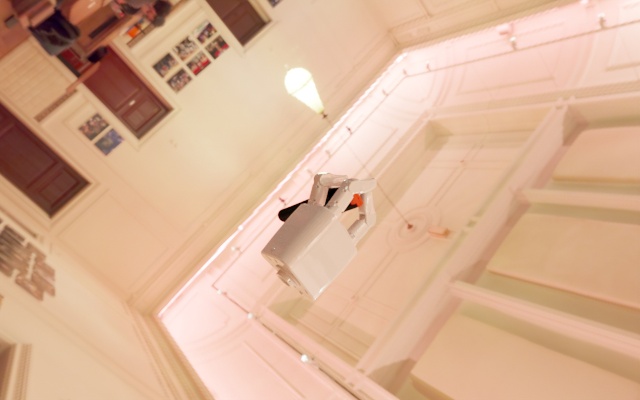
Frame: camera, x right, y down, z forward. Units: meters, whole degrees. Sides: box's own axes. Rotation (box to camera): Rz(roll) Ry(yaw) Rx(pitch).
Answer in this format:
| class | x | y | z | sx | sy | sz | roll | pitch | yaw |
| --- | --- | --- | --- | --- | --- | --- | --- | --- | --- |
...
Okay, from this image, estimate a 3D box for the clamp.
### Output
| class | x | y | z | sx | sy | sz | roll | pitch | yaw |
| --- | --- | --- | --- | --- | --- | --- | --- | --- | --- |
| clamp | 0.001 | 0.003 | 0.820 | 0.120 | 0.039 | 0.171 | -46 | 24 | -19 |
